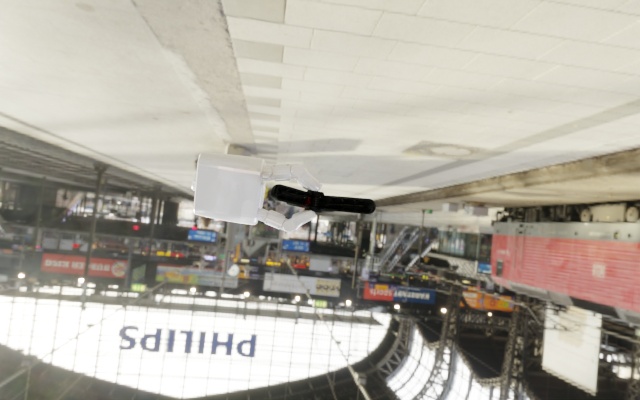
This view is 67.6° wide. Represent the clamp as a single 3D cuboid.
[{"bbox_3d":[0.000,0.003,0.819,0.164,0.036,0.210,10,-3,-3],"label":"clamp"}]
